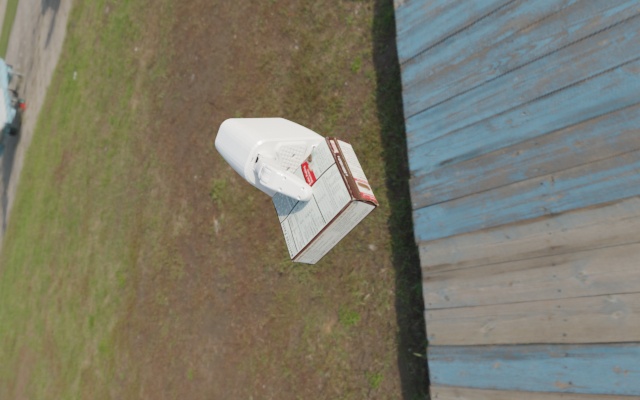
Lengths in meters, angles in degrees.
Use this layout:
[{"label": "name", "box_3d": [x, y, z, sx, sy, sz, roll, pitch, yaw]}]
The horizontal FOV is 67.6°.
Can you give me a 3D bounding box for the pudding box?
[{"label": "pudding box", "box_3d": [0.000, 0.002, 0.511, 0.039, 0.090, 0.113, 10, -44, -39]}]
